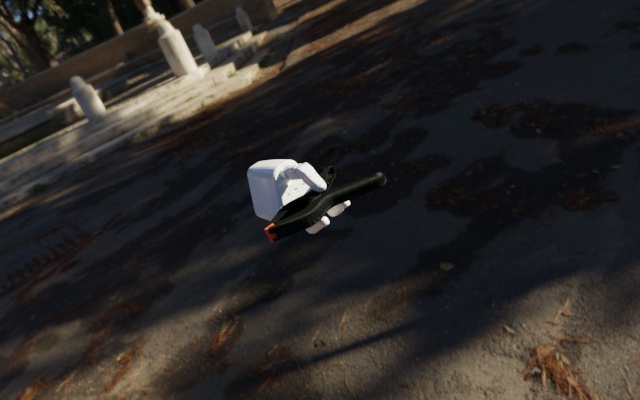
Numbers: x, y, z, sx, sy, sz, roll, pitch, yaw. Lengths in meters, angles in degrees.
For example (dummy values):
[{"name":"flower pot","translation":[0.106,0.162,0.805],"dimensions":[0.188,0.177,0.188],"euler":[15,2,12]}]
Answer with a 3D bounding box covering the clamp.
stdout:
[{"name":"clamp","translation":[-0.001,0.002,0.804],"dimensions":[0.210,0.036,0.164],"euler":[-38,25,-29]}]
